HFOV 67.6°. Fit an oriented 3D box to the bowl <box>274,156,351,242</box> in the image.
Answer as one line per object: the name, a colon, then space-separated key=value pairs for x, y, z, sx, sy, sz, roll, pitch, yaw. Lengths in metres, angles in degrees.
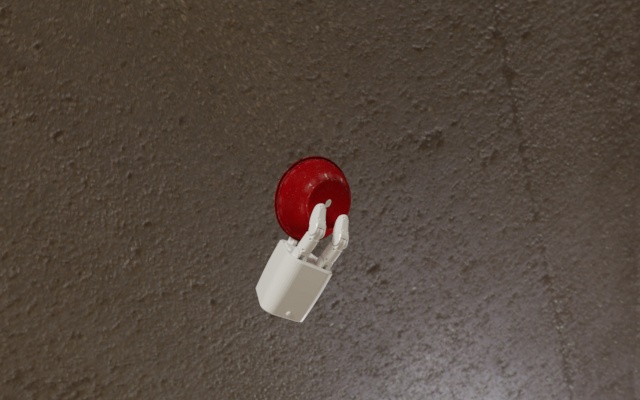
bowl: x=0.001 y=0.002 z=0.855 sx=0.162 sy=0.162 sz=0.055 roll=0 pitch=9 yaw=-34
